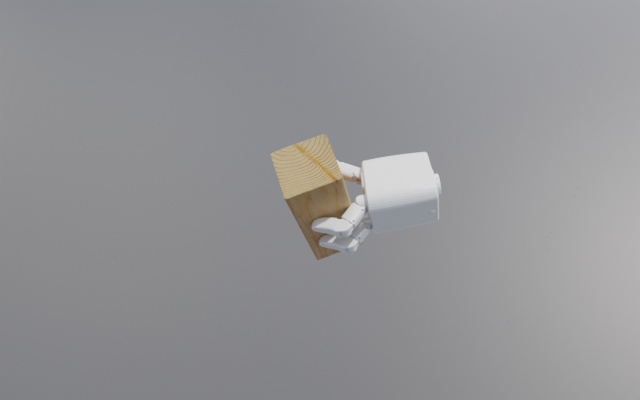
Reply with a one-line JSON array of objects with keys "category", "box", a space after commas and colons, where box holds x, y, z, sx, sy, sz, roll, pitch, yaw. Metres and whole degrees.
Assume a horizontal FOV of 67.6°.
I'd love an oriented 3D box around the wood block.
[{"category": "wood block", "box": [0.000, 0.002, 0.767, 0.090, 0.090, 0.206, -20, -34, 1]}]
